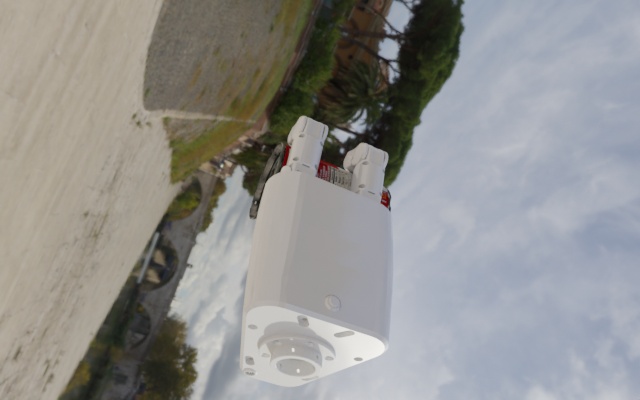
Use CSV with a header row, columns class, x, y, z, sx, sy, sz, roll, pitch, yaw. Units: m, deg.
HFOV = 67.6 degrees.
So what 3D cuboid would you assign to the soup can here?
class,x,y,z,sx,sy,sz,roll,pitch,yaw
soup can,0.000,0.001,0.404,0.102,0.068,0.068,22,-6,-15
